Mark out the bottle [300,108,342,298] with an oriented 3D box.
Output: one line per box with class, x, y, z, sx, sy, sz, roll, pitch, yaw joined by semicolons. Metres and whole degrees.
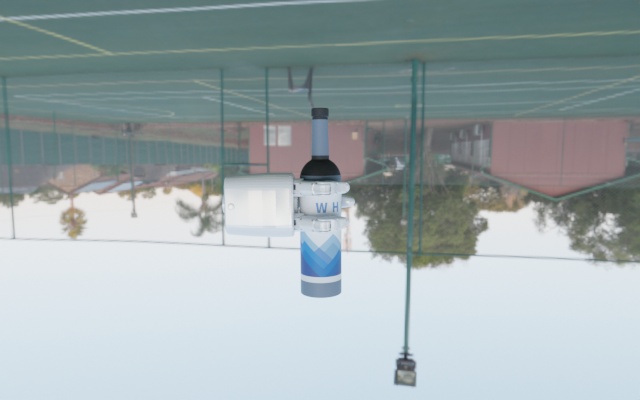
bottle;0.000;0.003;0.761;0.069;0.296;0.069;0;6;0
